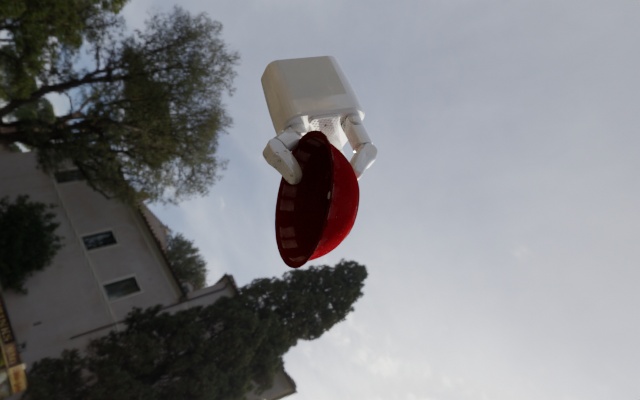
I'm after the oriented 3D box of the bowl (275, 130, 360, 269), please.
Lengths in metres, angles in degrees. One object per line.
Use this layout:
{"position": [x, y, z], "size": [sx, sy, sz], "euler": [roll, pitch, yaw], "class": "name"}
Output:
{"position": [0.000, 0.003, 0.563], "size": [0.055, 0.162, 0.162], "euler": [11, -5, -25], "class": "bowl"}
